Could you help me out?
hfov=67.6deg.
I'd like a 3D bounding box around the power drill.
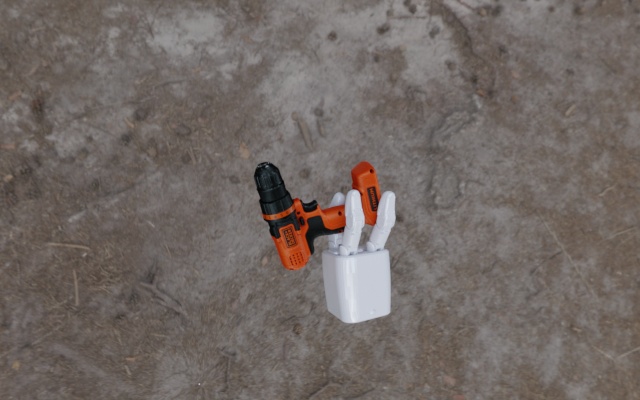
[{"bbox_3d":[0.001,0.003,0.757,0.187,0.184,0.057,-20,25,-9],"label":"power drill"}]
